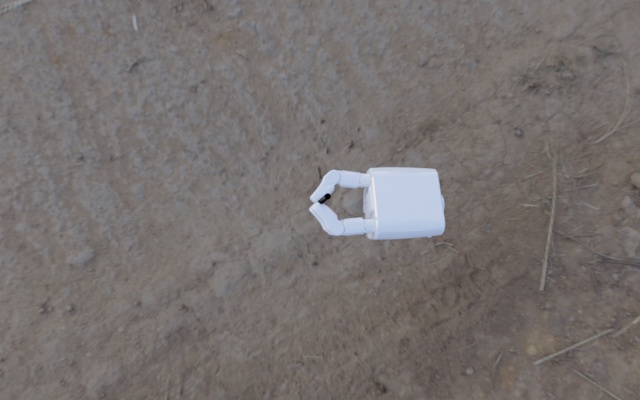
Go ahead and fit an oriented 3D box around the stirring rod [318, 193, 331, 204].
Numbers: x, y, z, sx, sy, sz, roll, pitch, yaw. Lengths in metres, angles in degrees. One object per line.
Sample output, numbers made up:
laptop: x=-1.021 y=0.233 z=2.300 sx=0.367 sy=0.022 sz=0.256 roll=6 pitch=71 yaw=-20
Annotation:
stirring rod: x=0.000 y=0.002 z=0.717 sx=0.011 sy=0.011 sz=0.239 roll=0 pitch=-4 yaw=-4
